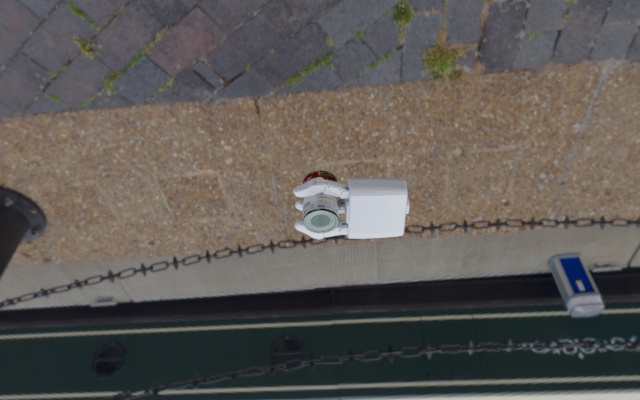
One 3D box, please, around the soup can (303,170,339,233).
[{"bbox_3d":[0.000,0.003,0.895,0.068,0.102,0.069,-1,-43,-1],"label":"soup can"}]
